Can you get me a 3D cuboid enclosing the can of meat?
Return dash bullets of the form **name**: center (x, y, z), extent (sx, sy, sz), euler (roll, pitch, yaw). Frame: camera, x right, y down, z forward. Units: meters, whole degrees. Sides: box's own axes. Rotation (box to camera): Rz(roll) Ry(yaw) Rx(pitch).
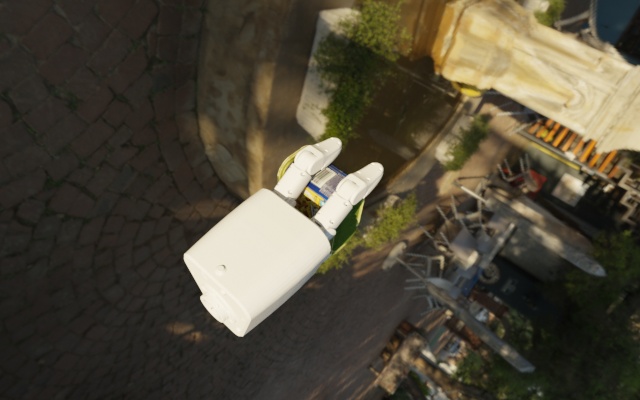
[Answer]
- **can of meat**: center (0.000, 0.002, 0.544), extent (0.084, 0.102, 0.057), euler (36, 55, 24)
